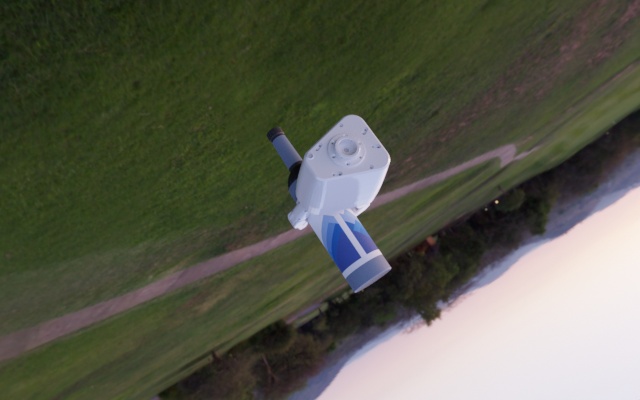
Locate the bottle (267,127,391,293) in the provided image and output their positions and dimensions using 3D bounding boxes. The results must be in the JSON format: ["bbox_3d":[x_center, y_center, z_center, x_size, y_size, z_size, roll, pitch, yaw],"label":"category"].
[{"bbox_3d":[0.000,0.003,0.755,0.069,0.295,0.069,-31,-17,-10],"label":"bottle"}]
